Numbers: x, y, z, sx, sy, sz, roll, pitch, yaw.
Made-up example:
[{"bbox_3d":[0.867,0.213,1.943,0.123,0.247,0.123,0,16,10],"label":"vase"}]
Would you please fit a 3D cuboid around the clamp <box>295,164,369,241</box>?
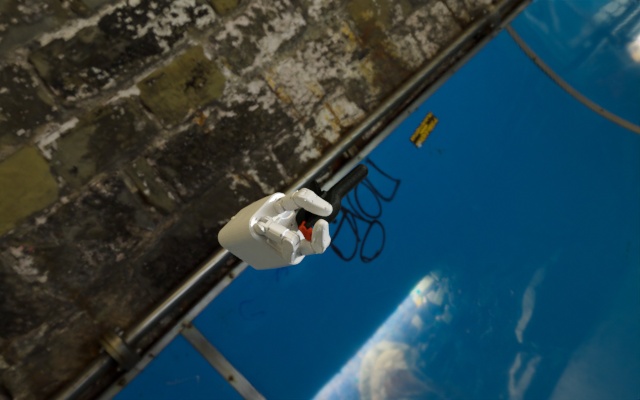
[{"bbox_3d":[0.000,0.003,0.794,0.120,0.039,0.171,-19,23,46],"label":"clamp"}]
